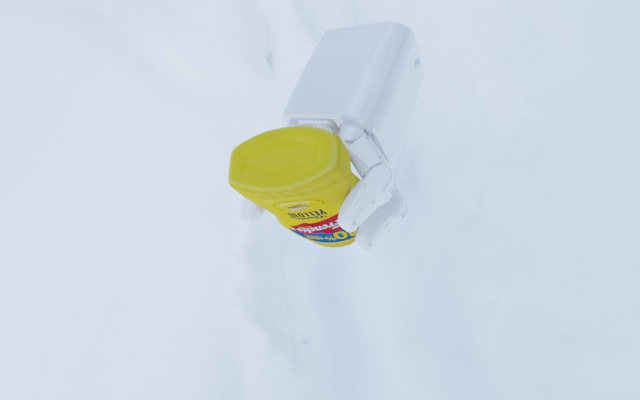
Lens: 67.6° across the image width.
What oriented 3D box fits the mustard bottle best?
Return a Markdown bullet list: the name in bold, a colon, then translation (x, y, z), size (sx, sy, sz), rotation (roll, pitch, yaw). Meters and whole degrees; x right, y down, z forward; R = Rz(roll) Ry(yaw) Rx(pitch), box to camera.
- **mustard bottle**: translation (0.000, 0.002, 0.449), size (0.096, 0.058, 0.192), rotation (-8, -24, 18)
